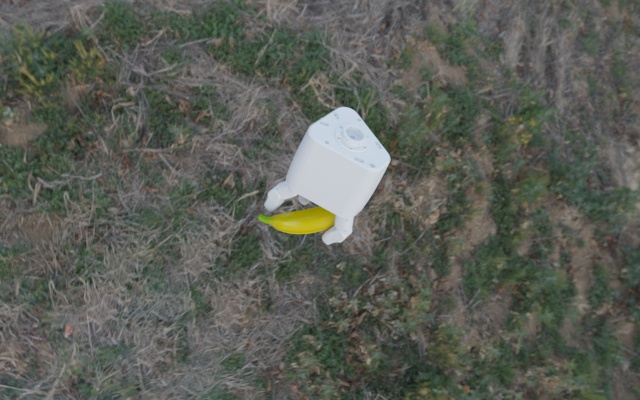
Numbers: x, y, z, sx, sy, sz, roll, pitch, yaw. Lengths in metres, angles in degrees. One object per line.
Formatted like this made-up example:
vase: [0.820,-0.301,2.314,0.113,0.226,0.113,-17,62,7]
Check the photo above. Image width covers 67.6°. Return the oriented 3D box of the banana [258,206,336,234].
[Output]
banana: [0.006,0.015,0.751,0.198,0.037,0.069,-14,47,-27]
